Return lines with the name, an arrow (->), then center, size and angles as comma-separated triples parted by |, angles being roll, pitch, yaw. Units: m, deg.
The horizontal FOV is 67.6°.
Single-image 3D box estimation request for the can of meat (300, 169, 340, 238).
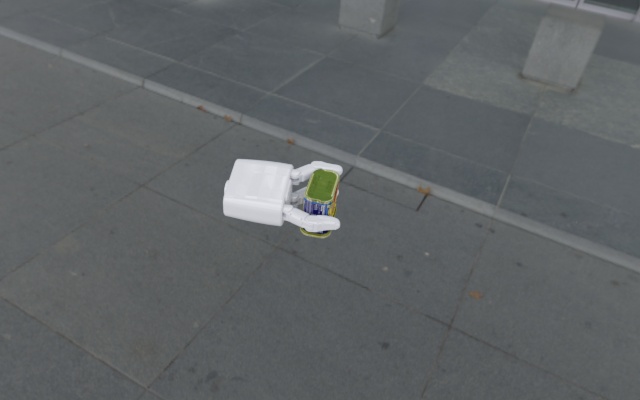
can of meat -> 0.000, 0.003, 0.872 | 0.057, 0.084, 0.102 | 10, 39, 6
